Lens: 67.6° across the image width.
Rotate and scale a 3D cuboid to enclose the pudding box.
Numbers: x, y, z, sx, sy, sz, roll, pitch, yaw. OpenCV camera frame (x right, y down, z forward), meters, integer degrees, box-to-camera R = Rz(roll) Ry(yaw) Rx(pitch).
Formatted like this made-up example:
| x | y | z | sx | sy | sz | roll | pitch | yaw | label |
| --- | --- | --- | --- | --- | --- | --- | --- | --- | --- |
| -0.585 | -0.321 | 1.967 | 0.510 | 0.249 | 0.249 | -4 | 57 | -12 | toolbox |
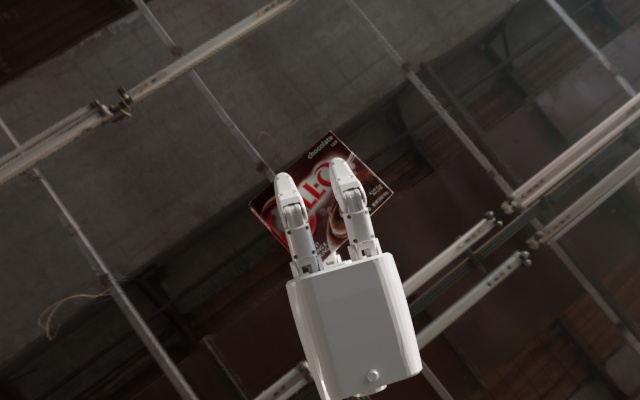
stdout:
| x | y | z | sx | sy | sz | roll | pitch | yaw | label |
| --- | --- | --- | --- | --- | --- | --- | --- | --- | --- |
| 0.000 | 0.002 | 0.474 | 0.113 | 0.090 | 0.039 | -43 | -7 | -13 | pudding box |
